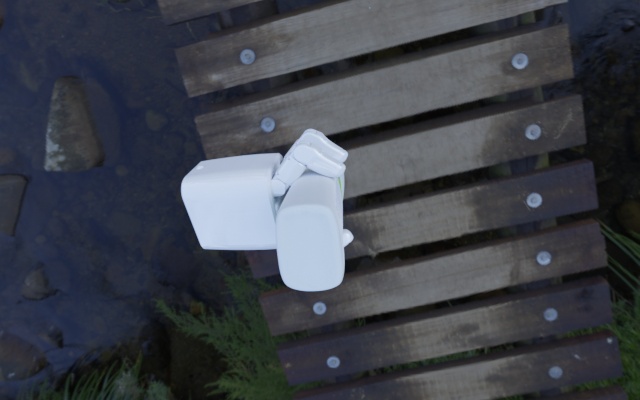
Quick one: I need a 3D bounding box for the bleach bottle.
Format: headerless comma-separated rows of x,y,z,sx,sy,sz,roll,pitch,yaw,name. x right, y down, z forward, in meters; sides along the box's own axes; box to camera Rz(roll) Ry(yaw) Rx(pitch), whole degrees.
0.000,0.002,0.590,0.068,0.103,0.250,-3,22,7,bleach bottle
